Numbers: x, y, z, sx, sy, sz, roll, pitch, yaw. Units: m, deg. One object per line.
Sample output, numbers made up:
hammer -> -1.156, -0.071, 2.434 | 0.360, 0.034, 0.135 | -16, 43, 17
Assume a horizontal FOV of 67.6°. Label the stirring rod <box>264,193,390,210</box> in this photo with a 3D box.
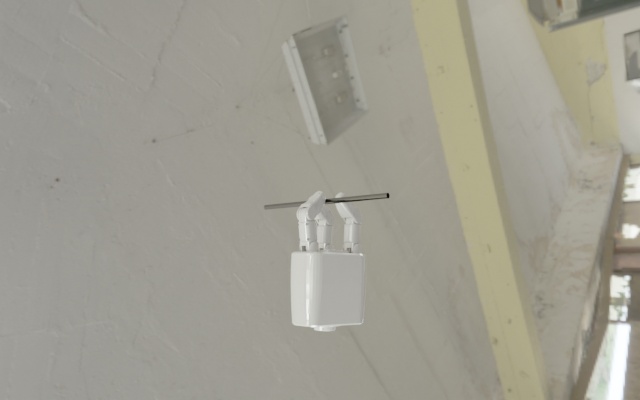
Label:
stirring rod -> 0.000, 0.002, 0.734 | 0.239, 0.011, 0.011 | -6, -4, 39
